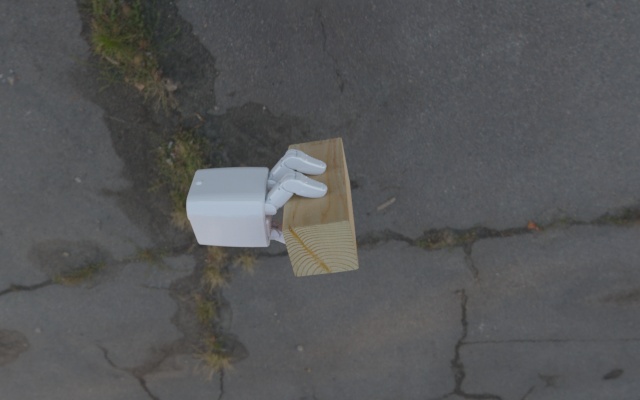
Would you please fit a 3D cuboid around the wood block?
[{"bbox_3d":[0.000,0.003,0.705,0.090,0.091,0.206,-8,38,5],"label":"wood block"}]
